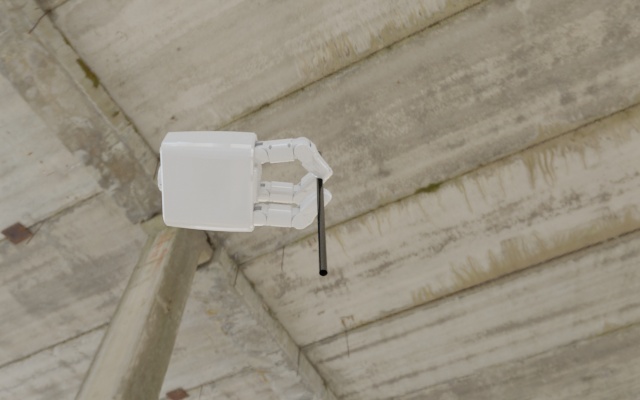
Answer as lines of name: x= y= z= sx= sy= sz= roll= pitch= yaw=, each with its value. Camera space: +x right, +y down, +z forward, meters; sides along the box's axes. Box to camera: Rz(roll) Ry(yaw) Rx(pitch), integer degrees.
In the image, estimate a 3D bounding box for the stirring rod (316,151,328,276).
stirring rod: x=0.000 y=0.002 z=0.536 sx=0.011 sy=0.011 sz=0.239 roll=0 pitch=32 yaw=-1
